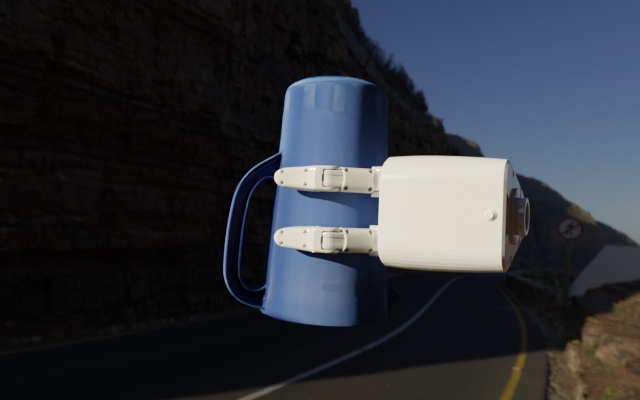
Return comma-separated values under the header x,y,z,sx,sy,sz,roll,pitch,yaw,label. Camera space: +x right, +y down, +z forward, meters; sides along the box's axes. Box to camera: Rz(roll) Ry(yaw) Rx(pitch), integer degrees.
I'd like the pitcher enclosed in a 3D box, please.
x,y,z,sx,sy,sz,roll,pitch,yaw,label
0.000,0.002,0.497,0.145,0.243,0.149,2,-3,30,pitcher
